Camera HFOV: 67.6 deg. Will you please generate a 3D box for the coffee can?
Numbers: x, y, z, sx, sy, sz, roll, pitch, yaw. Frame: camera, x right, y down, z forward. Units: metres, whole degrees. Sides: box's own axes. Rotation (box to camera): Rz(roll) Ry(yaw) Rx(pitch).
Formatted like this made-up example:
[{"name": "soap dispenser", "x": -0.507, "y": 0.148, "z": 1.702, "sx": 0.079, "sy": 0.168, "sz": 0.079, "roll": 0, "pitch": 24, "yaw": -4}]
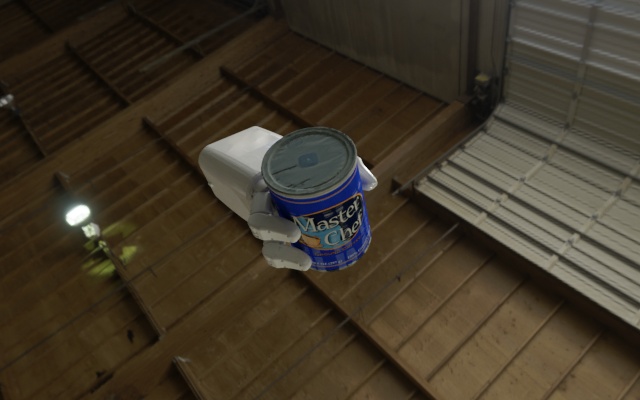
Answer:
[{"name": "coffee can", "x": 0.000, "y": 0.002, "z": 0.550, "sx": 0.103, "sy": 0.102, "sz": 0.140, "roll": 0, "pitch": -41, "yaw": 15}]
